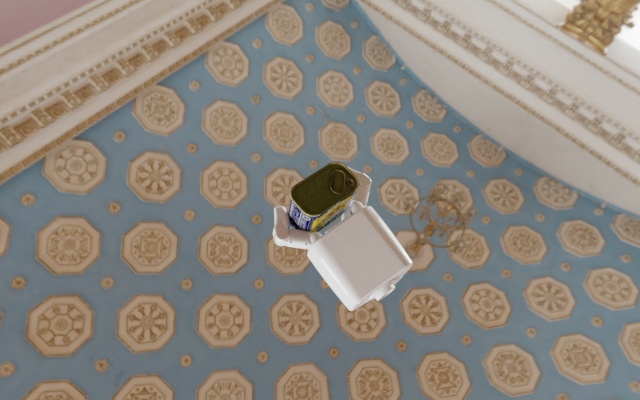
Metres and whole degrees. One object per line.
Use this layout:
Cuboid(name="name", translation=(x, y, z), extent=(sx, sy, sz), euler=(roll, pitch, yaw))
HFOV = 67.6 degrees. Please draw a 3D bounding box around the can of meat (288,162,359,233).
Cuboid(name="can of meat", translation=(0.000, 0.002, 0.710), extent=(0.102, 0.057, 0.084), euler=(-34, -19, -26))
